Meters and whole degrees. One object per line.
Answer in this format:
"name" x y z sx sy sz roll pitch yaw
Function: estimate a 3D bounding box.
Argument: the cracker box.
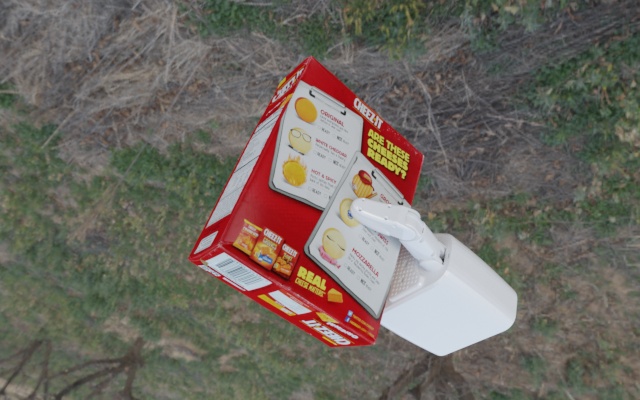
"cracker box" 0.000 0.002 0.442 0.164 0.213 0.072 37 -36 -24
